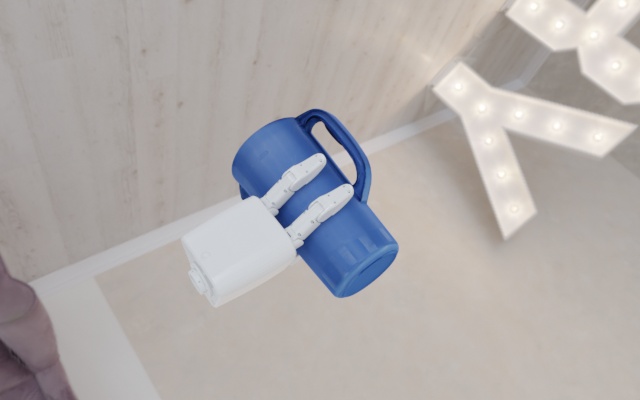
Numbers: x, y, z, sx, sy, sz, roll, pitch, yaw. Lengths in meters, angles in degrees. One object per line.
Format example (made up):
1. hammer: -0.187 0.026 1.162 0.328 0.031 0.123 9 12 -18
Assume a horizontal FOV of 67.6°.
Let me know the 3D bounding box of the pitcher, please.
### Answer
1. pitcher: 0.000 0.002 0.656 0.145 0.242 0.149 -30 -24 -23
